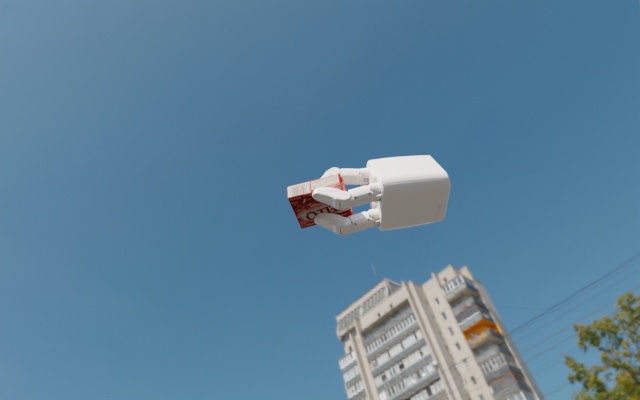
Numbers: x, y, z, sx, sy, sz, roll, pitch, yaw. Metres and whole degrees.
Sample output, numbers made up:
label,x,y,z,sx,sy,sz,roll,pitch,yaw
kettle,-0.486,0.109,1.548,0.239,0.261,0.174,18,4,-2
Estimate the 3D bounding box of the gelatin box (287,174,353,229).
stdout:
label,x,y,z,sx,sy,sz,roll,pitch,yaw
gelatin box,0.000,0.002,0.757,0.089,0.030,0.073,-14,-47,8
